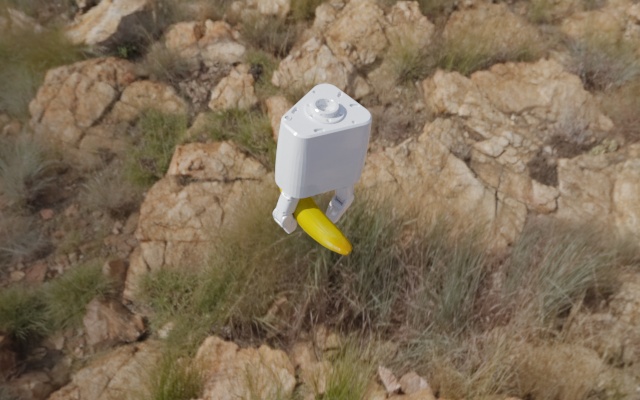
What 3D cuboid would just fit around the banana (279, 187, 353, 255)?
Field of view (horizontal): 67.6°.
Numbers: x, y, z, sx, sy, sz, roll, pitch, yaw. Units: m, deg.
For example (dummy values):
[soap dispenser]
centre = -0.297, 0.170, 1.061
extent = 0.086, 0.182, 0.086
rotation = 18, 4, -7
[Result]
[banana]
centre = -0.018, 0.001, 0.688
extent = 0.069, 0.037, 0.197
rotation = -4, 46, -25
